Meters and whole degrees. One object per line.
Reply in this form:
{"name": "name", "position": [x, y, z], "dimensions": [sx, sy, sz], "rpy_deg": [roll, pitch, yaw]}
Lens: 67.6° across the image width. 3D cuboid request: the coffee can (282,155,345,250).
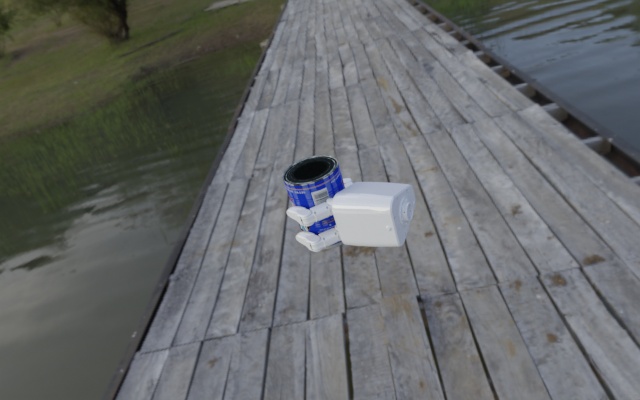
{"name": "coffee can", "position": [0.000, 0.003, 0.864], "dimensions": [0.103, 0.140, 0.102], "rpy_deg": [-14, 29, 8]}
